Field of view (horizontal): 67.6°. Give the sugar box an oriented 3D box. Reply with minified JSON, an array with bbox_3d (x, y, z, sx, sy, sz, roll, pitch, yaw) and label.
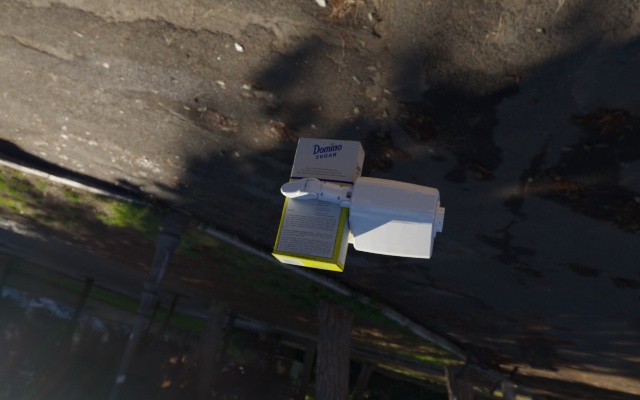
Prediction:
[{"bbox_3d":[0.000,0.002,0.659,0.093,0.176,0.048,7,-21,18],"label":"sugar box"}]
